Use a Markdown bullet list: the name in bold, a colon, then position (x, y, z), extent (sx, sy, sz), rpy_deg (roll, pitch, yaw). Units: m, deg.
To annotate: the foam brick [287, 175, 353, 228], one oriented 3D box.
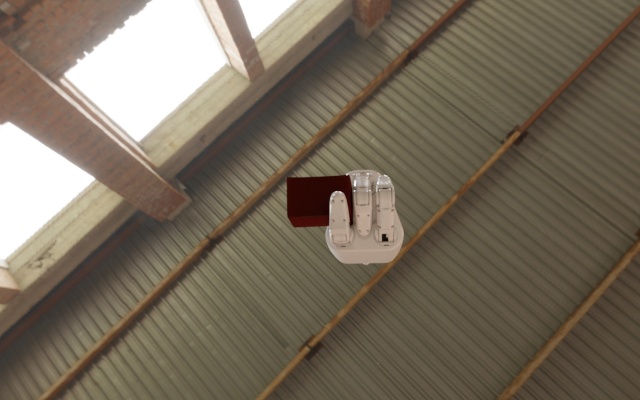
- **foam brick**: position (0.000, 0.002, 0.591), extent (0.078, 0.053, 0.051), rpy_deg (-2, -17, 6)
